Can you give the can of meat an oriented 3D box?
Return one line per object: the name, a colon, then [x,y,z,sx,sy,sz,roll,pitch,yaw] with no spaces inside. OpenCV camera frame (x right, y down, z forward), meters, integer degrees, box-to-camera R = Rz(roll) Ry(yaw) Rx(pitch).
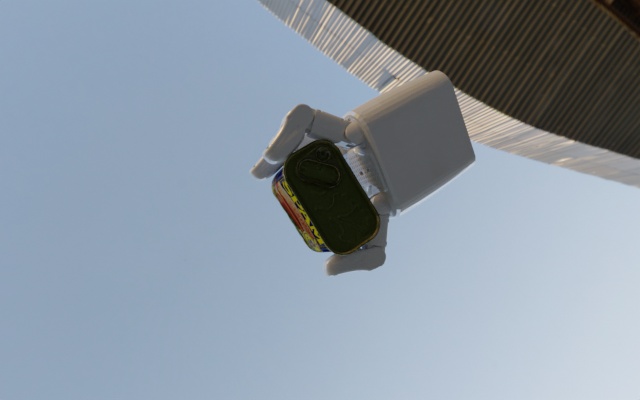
can of meat: [0.000,0.002,0.457,0.057,0.102,0.084,-33,3,-17]
